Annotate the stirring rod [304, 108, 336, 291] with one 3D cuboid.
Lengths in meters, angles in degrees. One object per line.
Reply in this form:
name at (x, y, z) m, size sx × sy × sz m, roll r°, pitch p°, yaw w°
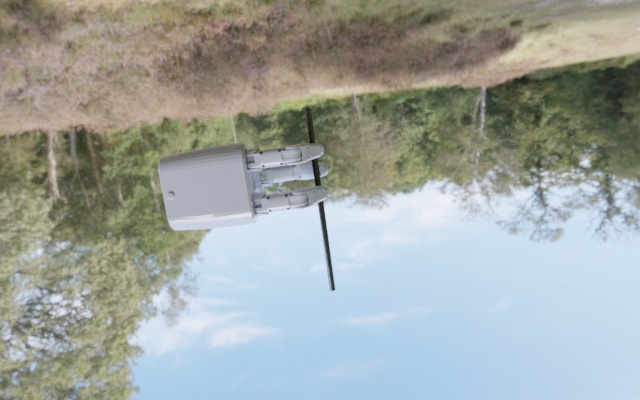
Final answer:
stirring rod at (0.000, 0.002, 0.619) m, size 0.011 × 0.239 × 0.011 m, roll -8°, pitch 9°, yaw 1°
